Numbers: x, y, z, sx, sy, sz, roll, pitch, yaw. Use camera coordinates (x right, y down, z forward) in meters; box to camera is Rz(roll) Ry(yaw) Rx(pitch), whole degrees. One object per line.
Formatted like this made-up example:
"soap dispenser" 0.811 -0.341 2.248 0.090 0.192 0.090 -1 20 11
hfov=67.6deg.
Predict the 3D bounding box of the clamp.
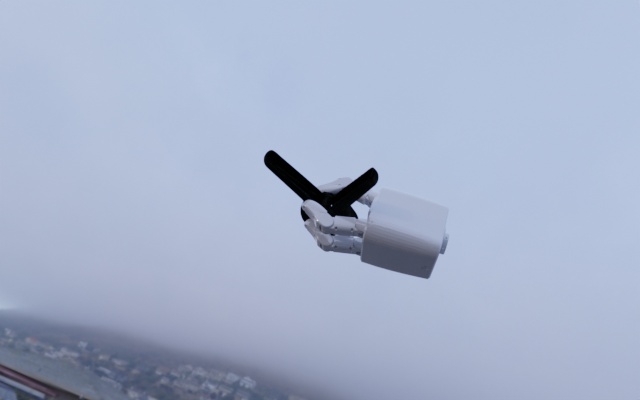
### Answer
"clamp" 0.001 0.002 0.723 0.164 0.036 0.210 16 -32 12
